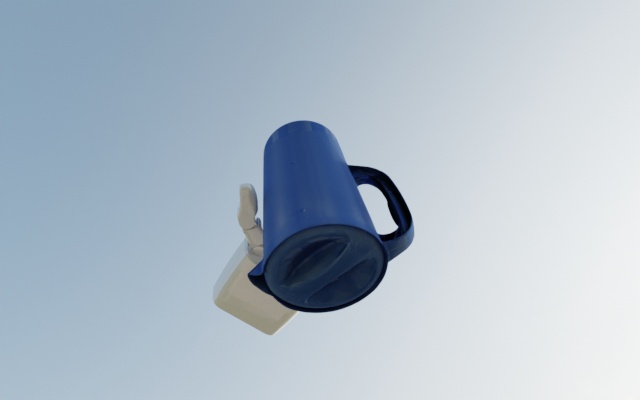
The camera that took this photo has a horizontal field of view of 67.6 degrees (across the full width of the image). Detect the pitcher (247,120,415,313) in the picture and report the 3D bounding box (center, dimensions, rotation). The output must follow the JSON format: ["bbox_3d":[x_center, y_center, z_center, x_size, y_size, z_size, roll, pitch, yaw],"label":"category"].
[{"bbox_3d":[0.000,0.002,0.584,0.149,0.145,0.242,21,32,-24],"label":"pitcher"}]
